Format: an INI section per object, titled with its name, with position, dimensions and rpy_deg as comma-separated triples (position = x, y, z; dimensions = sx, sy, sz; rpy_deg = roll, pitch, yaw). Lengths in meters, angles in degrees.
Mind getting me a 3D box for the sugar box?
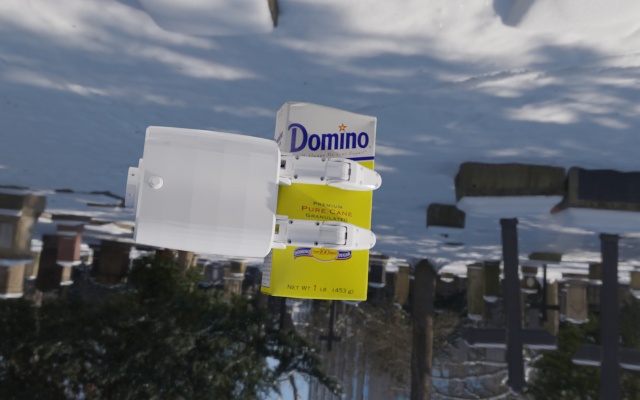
[sugar box]
position = 0.000, 0.002, 0.448
dimensions = 0.093, 0.176, 0.048
rpy_deg = 7, -7, -20
